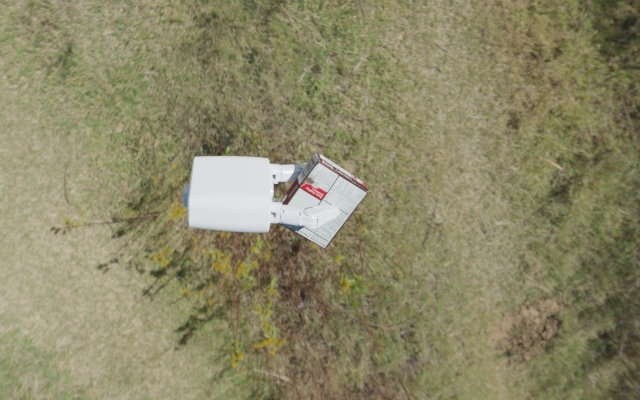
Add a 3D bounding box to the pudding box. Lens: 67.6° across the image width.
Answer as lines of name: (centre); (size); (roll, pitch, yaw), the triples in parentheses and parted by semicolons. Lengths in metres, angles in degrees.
pudding box: (0.000, 0.002, 0.682); (0.090, 0.113, 0.039); (31, 19, -19)
